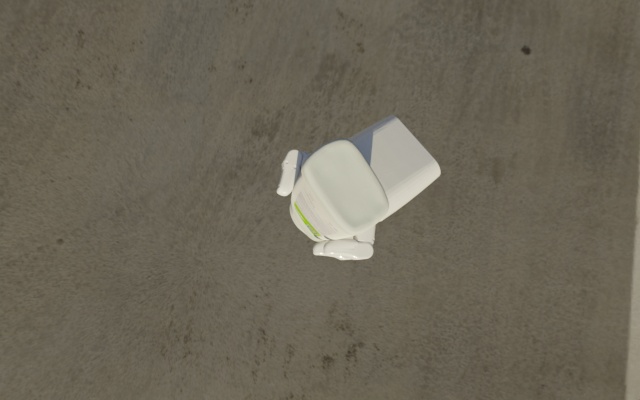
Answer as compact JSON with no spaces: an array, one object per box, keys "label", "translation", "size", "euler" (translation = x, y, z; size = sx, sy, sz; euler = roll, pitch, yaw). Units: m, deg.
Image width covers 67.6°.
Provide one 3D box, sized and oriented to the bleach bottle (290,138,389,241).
[{"label":"bleach bottle","translation":[0.000,0.002,0.605],"size":[0.068,0.102,0.251],"euler":[-34,2,-15]}]
